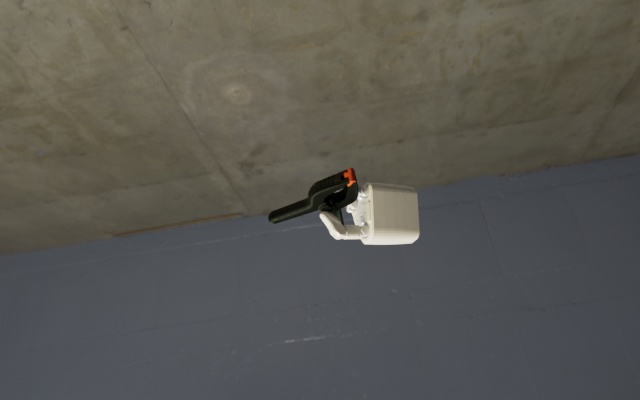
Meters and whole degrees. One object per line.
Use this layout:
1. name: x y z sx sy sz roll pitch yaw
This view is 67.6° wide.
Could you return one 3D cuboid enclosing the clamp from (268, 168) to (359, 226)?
1. clamp: 0.001 0.003 0.899 0.164 0.036 0.210 3 -29 -20
